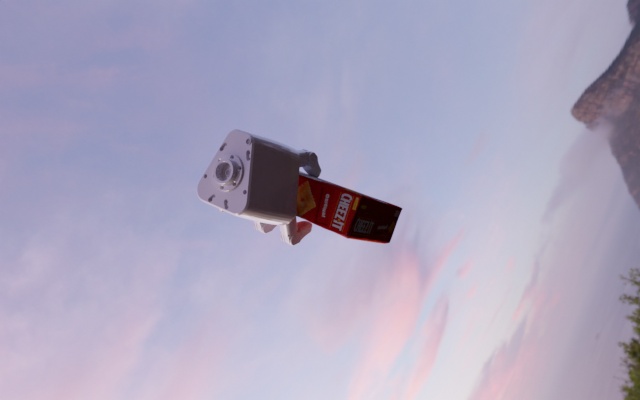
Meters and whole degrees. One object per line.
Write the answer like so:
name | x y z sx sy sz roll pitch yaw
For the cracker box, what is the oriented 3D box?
cracker box | 0.000 0.002 0.771 0.213 0.072 0.164 21 4 30
